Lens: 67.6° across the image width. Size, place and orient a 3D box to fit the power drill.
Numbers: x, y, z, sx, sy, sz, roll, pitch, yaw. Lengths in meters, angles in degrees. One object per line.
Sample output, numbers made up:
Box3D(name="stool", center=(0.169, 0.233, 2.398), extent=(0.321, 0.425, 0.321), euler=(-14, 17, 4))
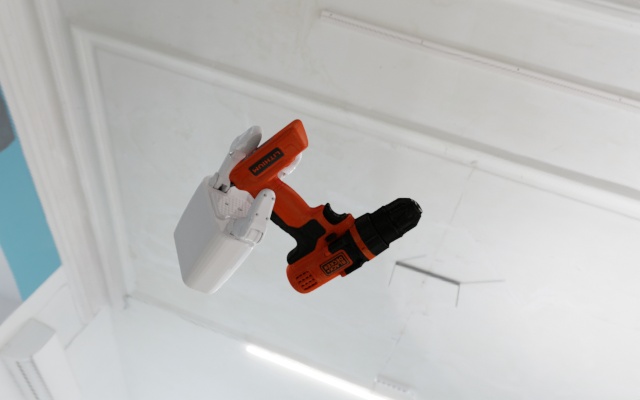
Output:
Box3D(name="power drill", center=(0.000, 0.002, 0.558), extent=(0.184, 0.188, 0.057), euler=(-34, 13, 13))
